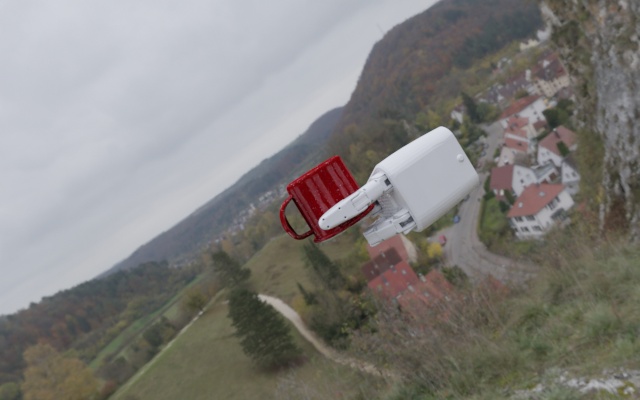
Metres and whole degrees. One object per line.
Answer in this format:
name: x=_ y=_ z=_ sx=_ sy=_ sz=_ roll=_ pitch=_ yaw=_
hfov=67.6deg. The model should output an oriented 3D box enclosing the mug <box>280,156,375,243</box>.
mug: x=-0.001 y=0.003 z=0.610 sx=0.117 sy=0.081 sz=0.093 roll=-33 pitch=5 yaw=-15
